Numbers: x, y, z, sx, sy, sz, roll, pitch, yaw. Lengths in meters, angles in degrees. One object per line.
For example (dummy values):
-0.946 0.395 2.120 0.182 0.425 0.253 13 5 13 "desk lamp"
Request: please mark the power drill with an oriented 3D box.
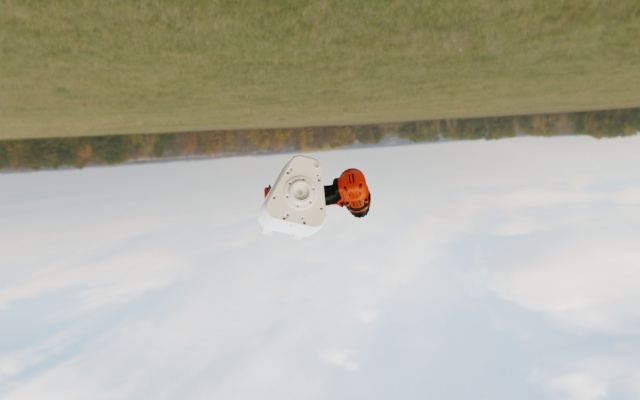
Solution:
0.000 0.003 0.885 0.187 0.057 0.184 -12 -22 5 "power drill"
